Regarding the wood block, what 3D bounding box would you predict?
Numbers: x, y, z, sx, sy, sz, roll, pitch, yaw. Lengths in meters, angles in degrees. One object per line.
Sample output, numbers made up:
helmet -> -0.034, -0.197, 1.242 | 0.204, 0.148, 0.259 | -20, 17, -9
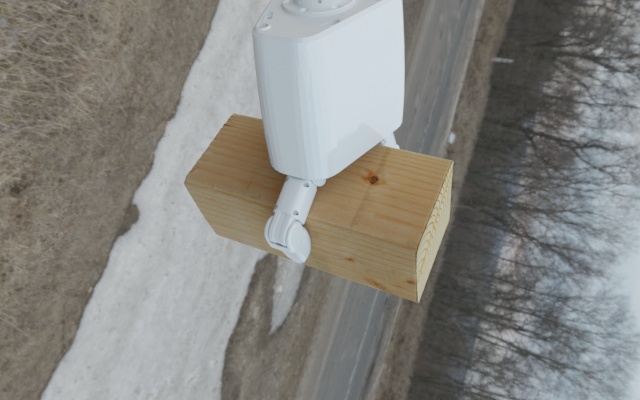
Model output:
wood block -> 0.000, 0.001, 0.420 | 0.206, 0.090, 0.090 | 16, -31, 22
